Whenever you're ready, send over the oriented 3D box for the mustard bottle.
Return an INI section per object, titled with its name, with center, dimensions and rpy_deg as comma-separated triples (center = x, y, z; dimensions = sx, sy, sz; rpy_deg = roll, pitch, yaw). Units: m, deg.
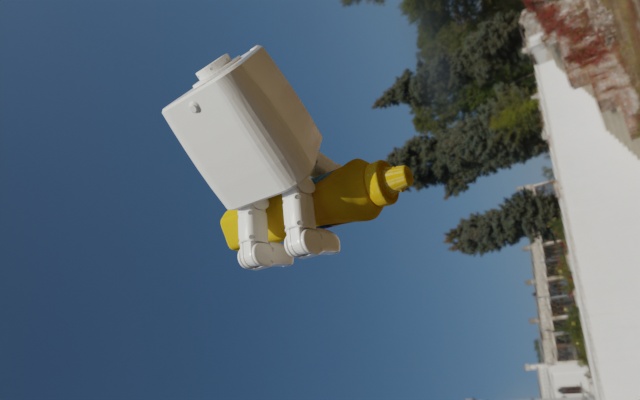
[mustard bottle]
center = 0.000, 0.002, 0.462
dimensions = 0.191, 0.058, 0.096
rpy_deg = -18, 1, 34
